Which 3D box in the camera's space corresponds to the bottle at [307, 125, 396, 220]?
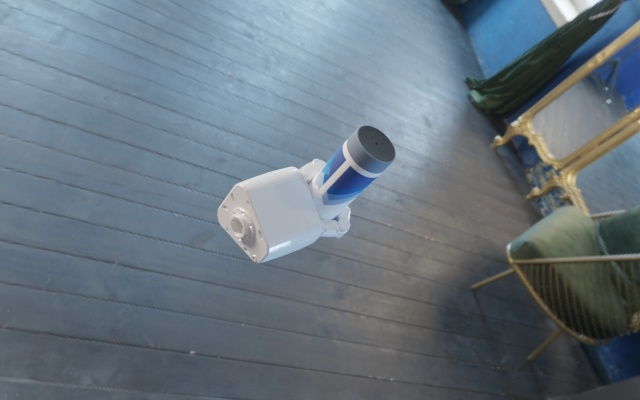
[{"bbox_3d":[0.000,0.002,0.743,0.069,0.069,0.296,0,-33,-38],"label":"bottle"}]
